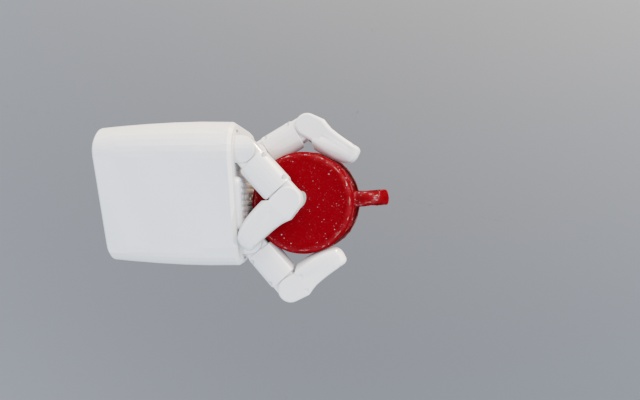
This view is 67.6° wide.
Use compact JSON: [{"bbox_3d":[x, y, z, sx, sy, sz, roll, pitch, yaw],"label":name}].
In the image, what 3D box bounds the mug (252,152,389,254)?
[{"bbox_3d":[0.001,0.001,0.411,0.117,0.093,0.081,-1,1,4],"label":"mug"}]
